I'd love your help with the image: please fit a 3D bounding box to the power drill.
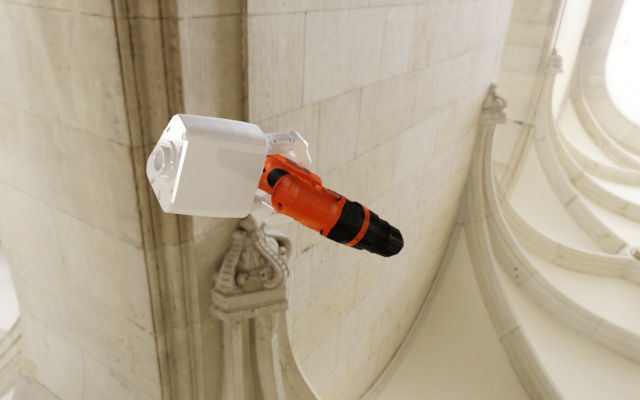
[{"bbox_3d":[0.000,0.002,0.612,0.184,0.057,0.187,28,3,-29],"label":"power drill"}]
